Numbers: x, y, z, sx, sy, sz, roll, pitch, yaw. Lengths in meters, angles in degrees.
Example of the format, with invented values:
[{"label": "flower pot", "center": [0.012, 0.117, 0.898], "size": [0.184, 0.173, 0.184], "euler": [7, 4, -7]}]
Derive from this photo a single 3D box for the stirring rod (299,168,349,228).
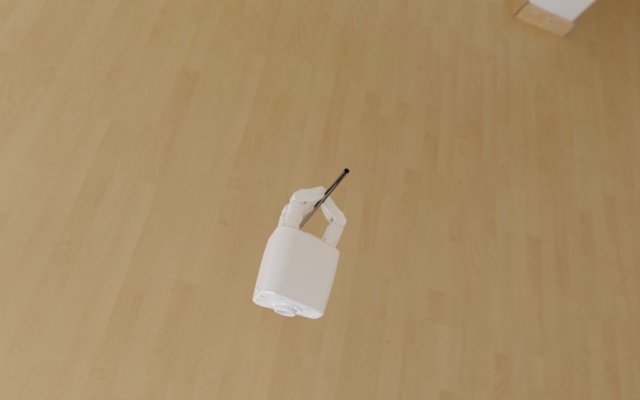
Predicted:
[{"label": "stirring rod", "center": [0.000, 0.003, 0.788], "size": [0.011, 0.011, 0.240], "euler": [0, -22, -20]}]
